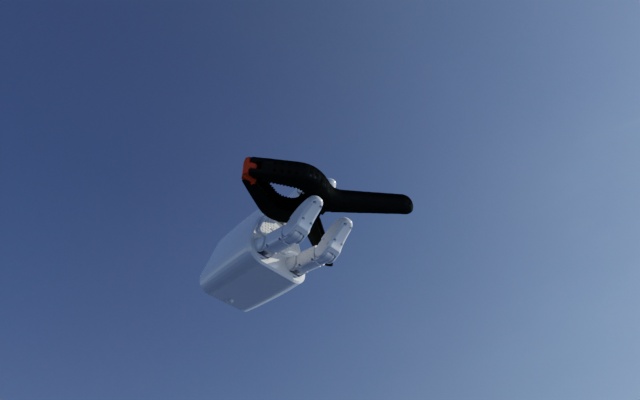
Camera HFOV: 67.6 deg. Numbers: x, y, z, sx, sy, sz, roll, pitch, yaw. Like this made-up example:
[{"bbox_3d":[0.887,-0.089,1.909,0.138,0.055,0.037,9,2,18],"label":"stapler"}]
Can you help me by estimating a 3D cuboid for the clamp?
[{"bbox_3d":[0.000,0.001,0.590,0.164,0.036,0.210,-33,-51,29],"label":"clamp"}]
